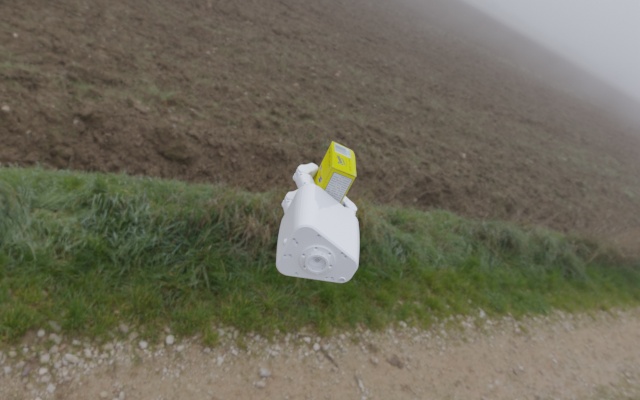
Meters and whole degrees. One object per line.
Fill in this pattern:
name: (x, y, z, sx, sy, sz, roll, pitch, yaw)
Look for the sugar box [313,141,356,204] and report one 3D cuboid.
sugar box: (0.000, 0.002, 0.771, 0.048, 0.176, 0.093, 23, 29, -12)
